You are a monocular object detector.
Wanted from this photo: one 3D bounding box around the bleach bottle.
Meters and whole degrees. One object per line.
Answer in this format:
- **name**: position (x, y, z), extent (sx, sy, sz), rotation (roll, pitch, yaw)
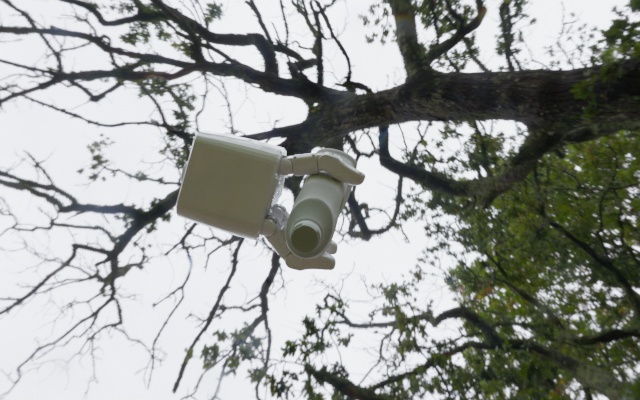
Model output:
- **bleach bottle**: position (0.000, 0.002, 0.592), extent (0.068, 0.102, 0.250), rotation (16, 15, 2)
